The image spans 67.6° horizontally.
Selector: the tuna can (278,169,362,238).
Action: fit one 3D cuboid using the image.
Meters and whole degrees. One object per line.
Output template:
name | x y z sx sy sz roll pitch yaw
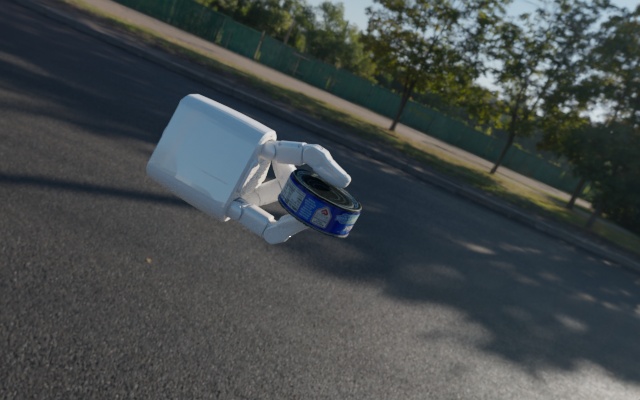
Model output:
tuna can | 0.000 0.001 0.505 0.086 0.034 0.086 27 16 -8
